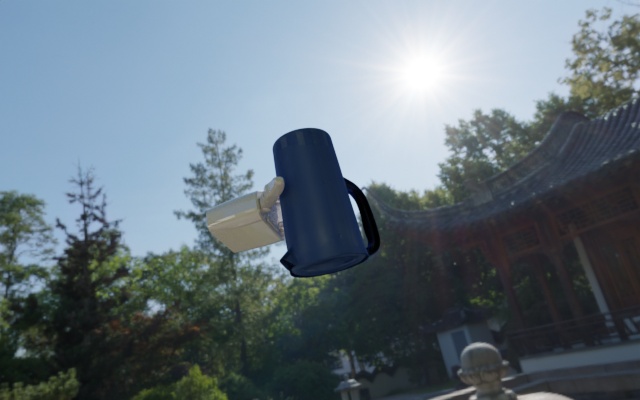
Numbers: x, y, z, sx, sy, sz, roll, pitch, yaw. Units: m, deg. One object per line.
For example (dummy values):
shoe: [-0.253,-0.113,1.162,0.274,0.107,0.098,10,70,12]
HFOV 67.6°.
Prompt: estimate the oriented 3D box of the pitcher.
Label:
pitcher: [0.000,0.003,0.823,0.145,0.242,0.149,-19,-20,16]
